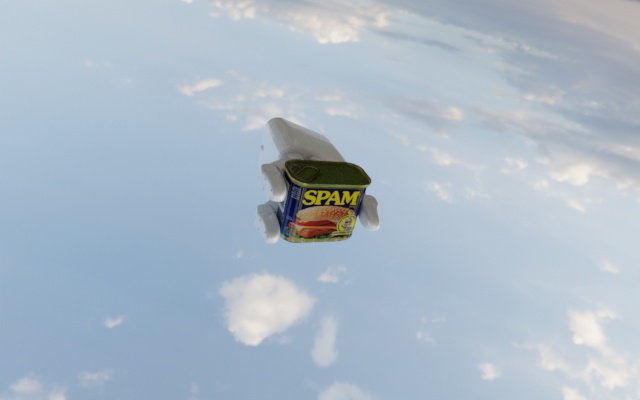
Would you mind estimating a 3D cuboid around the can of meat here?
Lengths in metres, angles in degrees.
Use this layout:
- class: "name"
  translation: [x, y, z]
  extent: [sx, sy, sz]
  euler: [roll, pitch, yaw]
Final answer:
- class: "can of meat"
  translation: [0.000, 0.002, 0.573]
  extent: [0.102, 0.084, 0.057]
  euler: [1, 32, -23]
